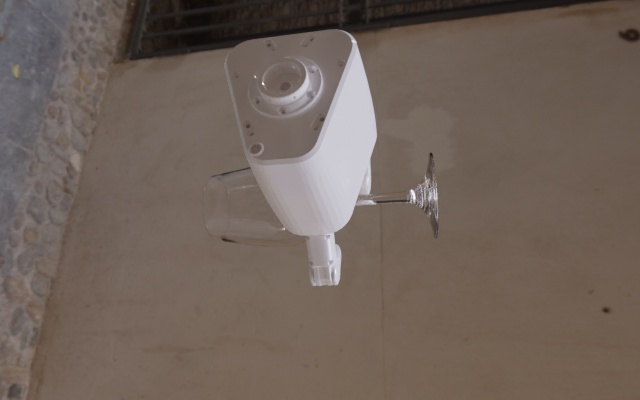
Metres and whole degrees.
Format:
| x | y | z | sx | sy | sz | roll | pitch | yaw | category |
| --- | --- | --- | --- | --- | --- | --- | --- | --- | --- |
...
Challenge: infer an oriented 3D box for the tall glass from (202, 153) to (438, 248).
| x | y | z | sx | sy | sz | roll | pitch | yaw | category |
| --- | --- | --- | --- | --- | --- | --- | --- | --- | --- |
| 0.001 | 0.001 | 0.428 | 0.201 | 0.079 | 0.079 | -4 | -1 | 10 | tall glass |
